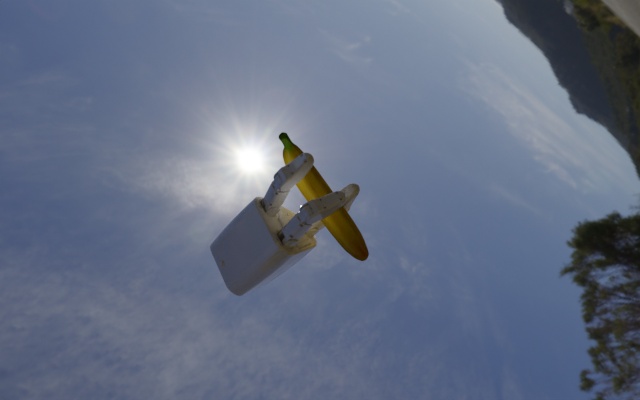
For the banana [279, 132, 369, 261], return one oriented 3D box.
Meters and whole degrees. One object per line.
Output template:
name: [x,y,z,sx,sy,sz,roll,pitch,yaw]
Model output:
banana: [0.001,-0.001,0.647,0.037,0.198,0.069,-36,-4,7]
